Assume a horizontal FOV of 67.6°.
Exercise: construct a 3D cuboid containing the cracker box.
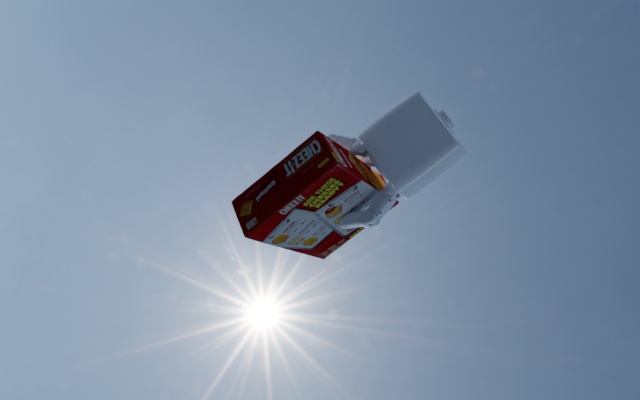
[{"bbox_3d":[0.000,0.003,0.711,0.164,0.072,0.214,-38,-30,17],"label":"cracker box"}]
